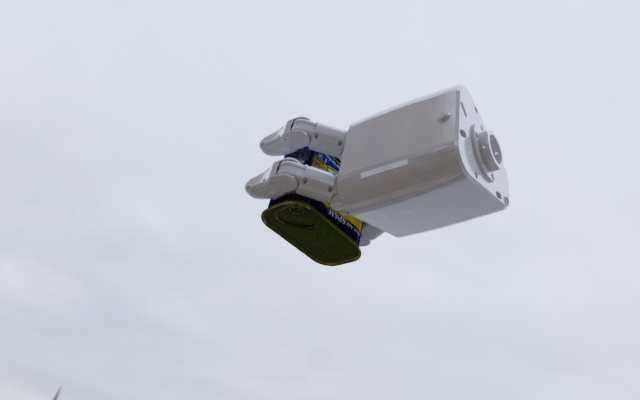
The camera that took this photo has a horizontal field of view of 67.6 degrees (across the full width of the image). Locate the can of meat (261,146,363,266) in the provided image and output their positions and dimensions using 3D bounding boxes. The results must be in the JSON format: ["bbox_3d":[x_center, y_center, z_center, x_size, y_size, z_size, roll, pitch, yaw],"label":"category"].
[{"bbox_3d":[0.000,0.001,0.464,0.057,0.084,0.102,-20,-47,38],"label":"can of meat"}]
